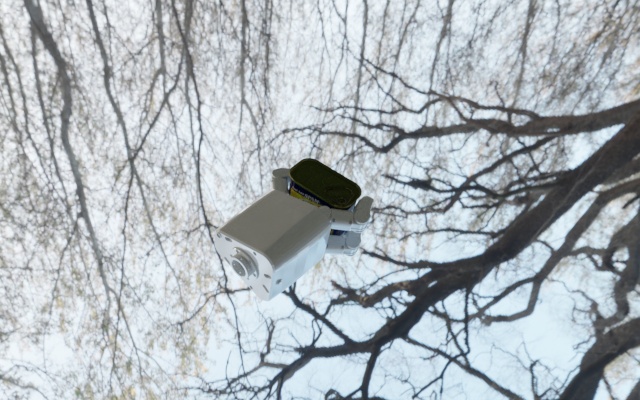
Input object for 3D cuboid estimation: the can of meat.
[{"bbox_3d":[0.000,0.002,0.683,0.102,0.084,0.057,32,48,18],"label":"can of meat"}]
